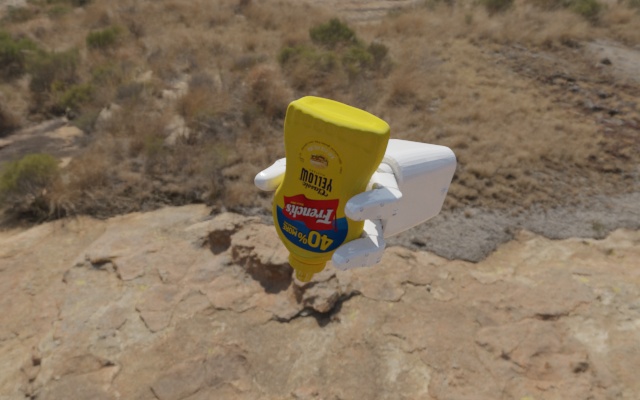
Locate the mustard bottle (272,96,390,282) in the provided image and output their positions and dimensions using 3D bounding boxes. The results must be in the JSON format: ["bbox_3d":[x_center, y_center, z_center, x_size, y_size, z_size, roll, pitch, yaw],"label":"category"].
[{"bbox_3d":[0.000,0.001,0.475,0.096,0.192,0.058,22,30,17],"label":"mustard bottle"}]
